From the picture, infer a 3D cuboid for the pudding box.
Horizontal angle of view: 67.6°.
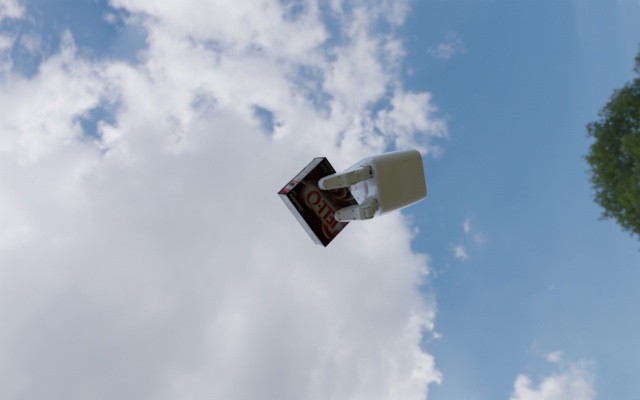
[{"bbox_3d":[0.000,0.002,0.745,0.090,0.113,0.039,-45,22,-20],"label":"pudding box"}]
